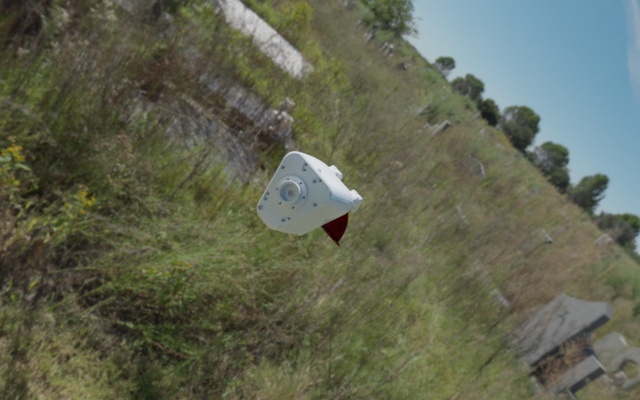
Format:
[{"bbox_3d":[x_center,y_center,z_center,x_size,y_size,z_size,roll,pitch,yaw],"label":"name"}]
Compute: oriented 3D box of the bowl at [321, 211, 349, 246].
[{"bbox_3d":[0.000,0.003,0.843,0.055,0.162,0.162,-41,1,-1],"label":"bowl"}]
